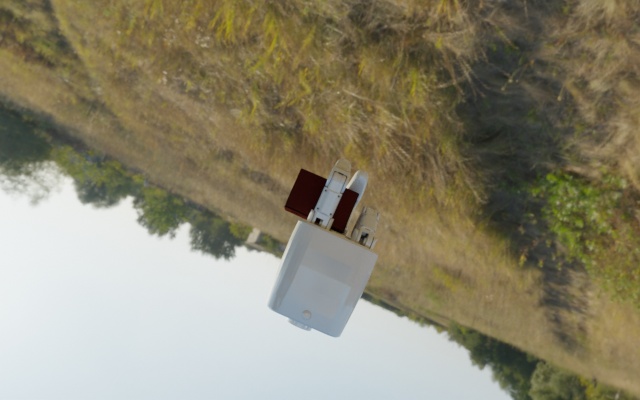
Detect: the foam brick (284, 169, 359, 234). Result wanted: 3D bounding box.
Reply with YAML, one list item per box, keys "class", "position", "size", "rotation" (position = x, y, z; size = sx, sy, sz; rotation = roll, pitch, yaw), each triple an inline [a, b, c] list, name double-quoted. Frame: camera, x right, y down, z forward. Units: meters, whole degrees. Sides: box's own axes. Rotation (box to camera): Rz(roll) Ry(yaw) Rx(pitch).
- class: "foam brick"
  position: [0.000, 0.002, 0.580]
  size: [0.078, 0.051, 0.053]
  rotation: [24, -6, -1]
